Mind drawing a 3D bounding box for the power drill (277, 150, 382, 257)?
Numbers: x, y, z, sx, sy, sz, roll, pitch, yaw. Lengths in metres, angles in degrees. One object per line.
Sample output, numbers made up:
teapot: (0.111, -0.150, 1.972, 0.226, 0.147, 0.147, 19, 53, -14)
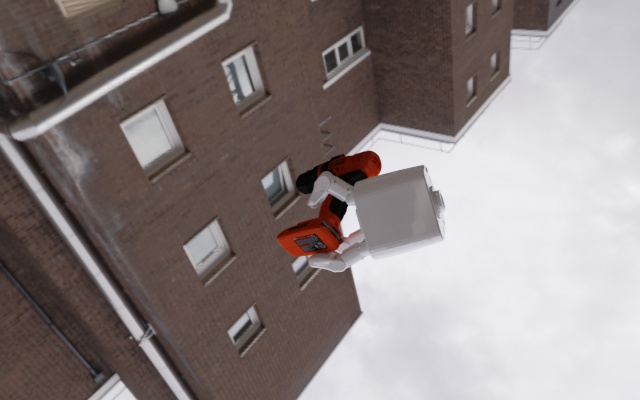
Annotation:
power drill: (0.000, 0.003, 0.787, 0.184, 0.187, 0.057, -17, -53, 43)
